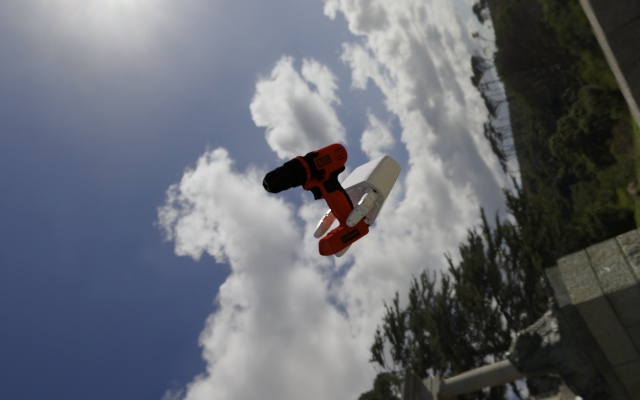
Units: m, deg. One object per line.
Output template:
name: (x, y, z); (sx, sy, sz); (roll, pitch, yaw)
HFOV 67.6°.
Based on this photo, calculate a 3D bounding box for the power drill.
power drill: (0.000, 0.003, 0.875); (0.184, 0.187, 0.057); (-27, 8, -31)
